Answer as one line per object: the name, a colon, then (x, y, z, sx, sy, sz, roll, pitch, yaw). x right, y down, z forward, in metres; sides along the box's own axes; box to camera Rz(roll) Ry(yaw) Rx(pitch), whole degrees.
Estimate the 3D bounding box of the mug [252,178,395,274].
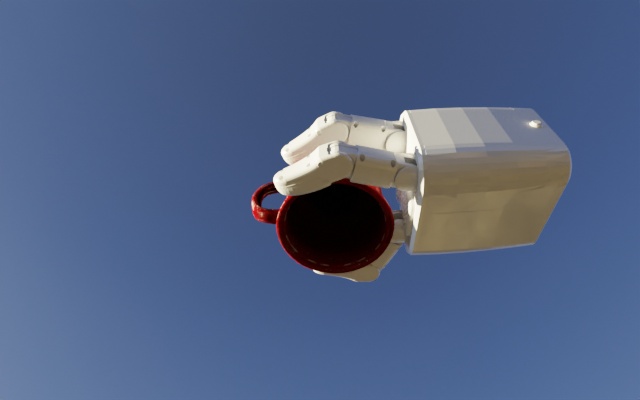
mug: (-0.001, 0.001, 0.410, 0.117, 0.093, 0.081, -1, 32, 1)
